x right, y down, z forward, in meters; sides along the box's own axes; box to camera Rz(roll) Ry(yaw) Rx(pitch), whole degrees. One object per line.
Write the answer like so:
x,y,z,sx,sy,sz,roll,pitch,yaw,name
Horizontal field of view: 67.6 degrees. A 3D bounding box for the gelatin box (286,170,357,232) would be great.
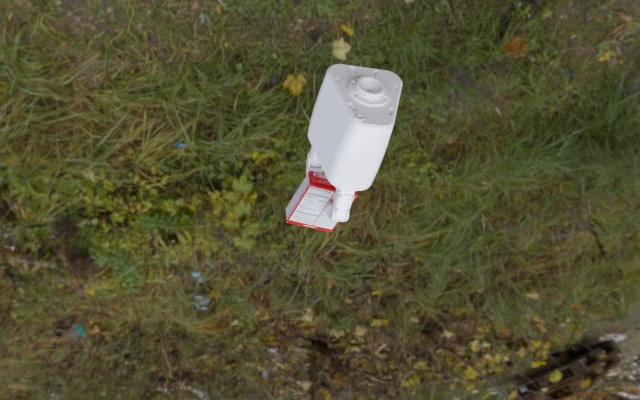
0.000,0.003,0.679,0.073,0.030,0.089,13,-45,-22,gelatin box
